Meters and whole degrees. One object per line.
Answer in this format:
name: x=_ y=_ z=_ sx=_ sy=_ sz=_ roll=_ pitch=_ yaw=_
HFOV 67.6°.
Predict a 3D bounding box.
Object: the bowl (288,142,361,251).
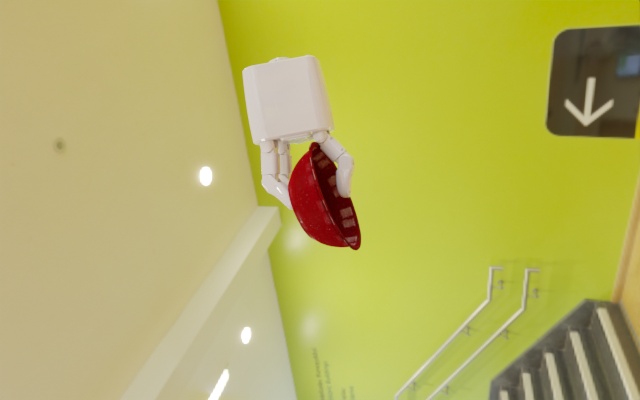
bowl: x=0.000 y=0.004 z=0.666 sx=0.055 sy=0.162 sz=0.162 roll=-23 pitch=-6 yaw=15
